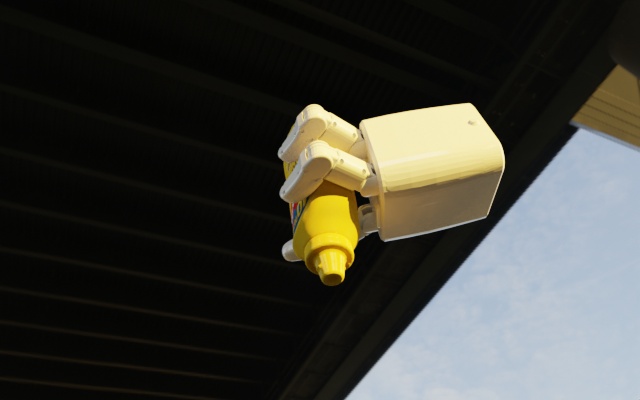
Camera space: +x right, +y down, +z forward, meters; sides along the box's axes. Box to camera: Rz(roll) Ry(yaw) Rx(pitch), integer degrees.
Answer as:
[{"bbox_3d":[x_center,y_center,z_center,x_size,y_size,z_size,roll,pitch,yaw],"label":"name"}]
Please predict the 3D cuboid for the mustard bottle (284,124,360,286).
[{"bbox_3d":[0.000,0.001,0.451,0.058,0.096,0.191,8,38,-15],"label":"mustard bottle"}]
